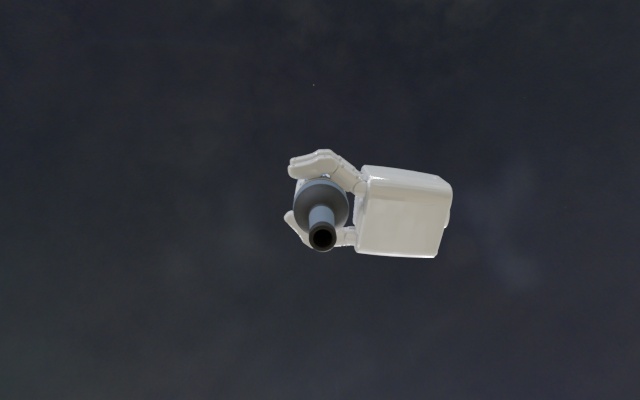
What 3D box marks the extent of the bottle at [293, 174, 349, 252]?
[{"bbox_3d":[0.000,0.002,0.599,0.069,0.069,0.295,0,14,-1],"label":"bottle"}]
